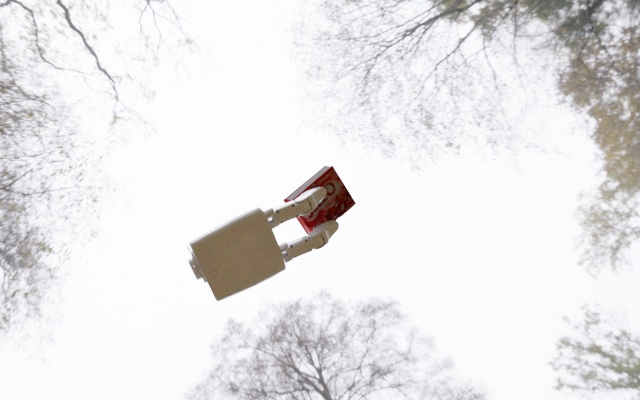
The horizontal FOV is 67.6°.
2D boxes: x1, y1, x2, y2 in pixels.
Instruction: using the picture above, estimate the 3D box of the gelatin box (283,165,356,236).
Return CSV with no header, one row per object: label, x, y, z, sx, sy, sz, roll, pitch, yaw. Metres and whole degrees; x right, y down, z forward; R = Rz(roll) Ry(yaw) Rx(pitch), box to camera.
gelatin box,0.000,0.002,0.713,0.089,0.073,0.030,-41,22,-18
